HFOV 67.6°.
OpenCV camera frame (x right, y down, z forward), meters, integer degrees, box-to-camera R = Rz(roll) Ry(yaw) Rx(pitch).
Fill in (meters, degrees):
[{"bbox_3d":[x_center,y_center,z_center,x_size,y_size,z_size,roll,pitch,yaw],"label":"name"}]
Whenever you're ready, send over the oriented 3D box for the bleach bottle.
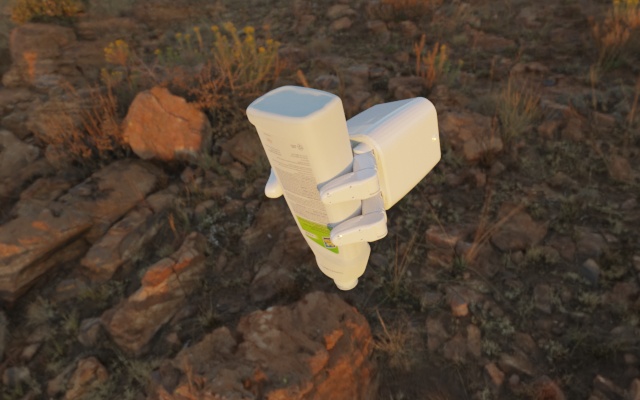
[{"bbox_3d":[0.000,0.002,0.542,0.102,0.251,0.068,22,49,41],"label":"bleach bottle"}]
